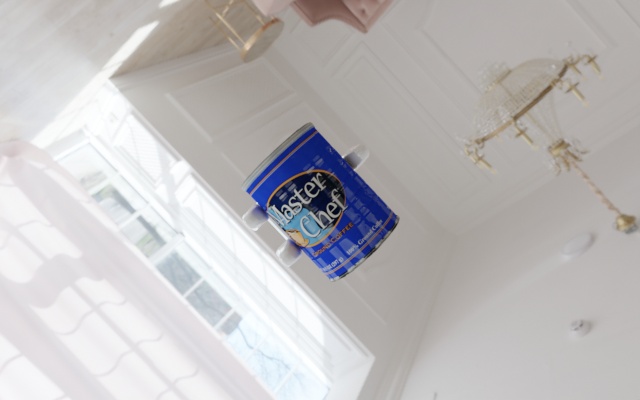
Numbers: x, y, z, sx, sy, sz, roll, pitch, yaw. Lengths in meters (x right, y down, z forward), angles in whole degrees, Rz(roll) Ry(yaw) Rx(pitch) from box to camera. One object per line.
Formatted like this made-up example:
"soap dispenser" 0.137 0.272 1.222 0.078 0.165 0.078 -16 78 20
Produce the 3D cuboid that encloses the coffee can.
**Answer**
"coffee can" 0.000 0.002 0.514 0.103 0.140 0.103 -43 3 3
